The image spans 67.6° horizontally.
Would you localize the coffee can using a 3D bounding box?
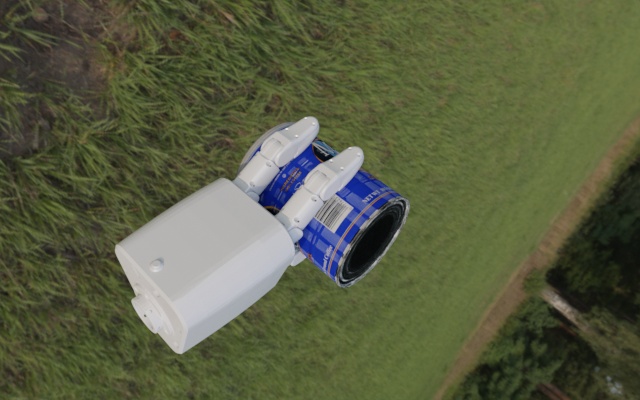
[{"bbox_3d":[0.000,0.001,0.469,0.140,0.103,0.103,37,18,25],"label":"coffee can"}]
